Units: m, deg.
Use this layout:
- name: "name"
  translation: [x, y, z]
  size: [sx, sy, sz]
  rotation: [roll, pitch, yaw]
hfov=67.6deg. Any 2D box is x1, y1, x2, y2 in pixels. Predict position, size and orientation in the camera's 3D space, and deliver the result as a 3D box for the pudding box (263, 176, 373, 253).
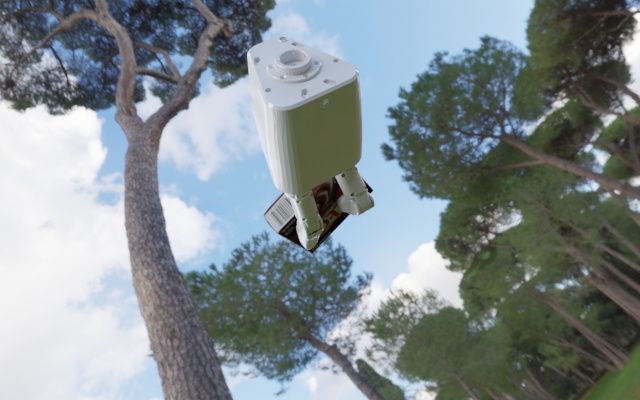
- name: "pudding box"
  translation: [0.000, 0.002, 0.560]
  size: [0.039, 0.113, 0.090]
  rotation: [48, 5, 33]
